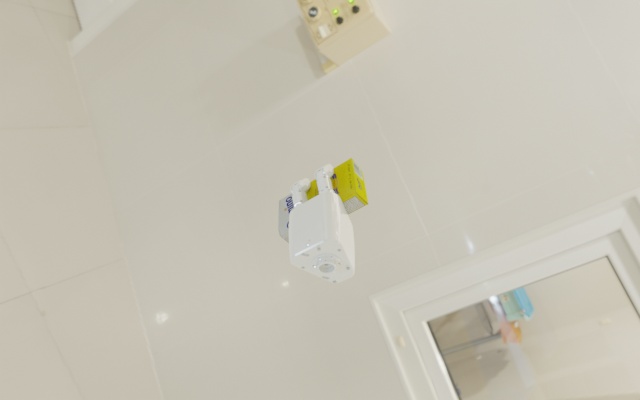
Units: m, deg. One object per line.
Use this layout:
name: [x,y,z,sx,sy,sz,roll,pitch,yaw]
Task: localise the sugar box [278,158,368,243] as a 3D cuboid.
sugar box: [0.000,0.003,0.882,0.176,0.093,0.048,-28,-49,22]
